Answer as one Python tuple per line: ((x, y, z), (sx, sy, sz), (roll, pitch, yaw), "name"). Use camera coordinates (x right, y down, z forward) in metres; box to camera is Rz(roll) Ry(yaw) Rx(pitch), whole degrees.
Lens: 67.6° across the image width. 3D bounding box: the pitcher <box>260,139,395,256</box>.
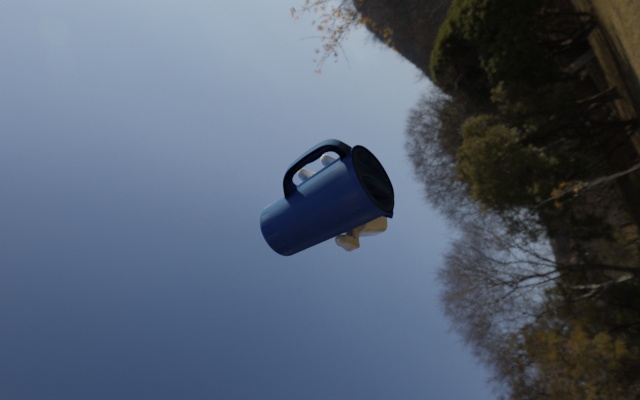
((0.000, 0.003, 0.876), (0.243, 0.149, 0.145), (-29, -20, 28), "pitcher")
